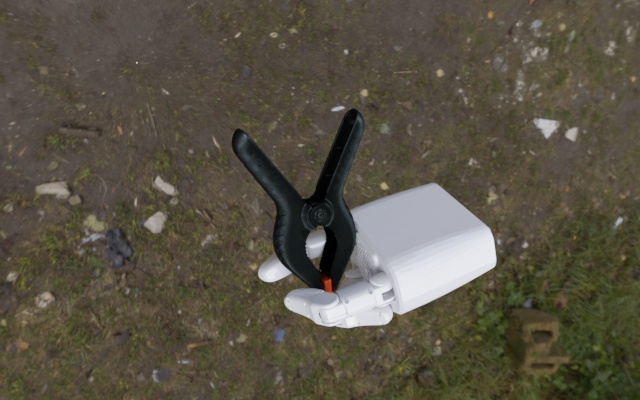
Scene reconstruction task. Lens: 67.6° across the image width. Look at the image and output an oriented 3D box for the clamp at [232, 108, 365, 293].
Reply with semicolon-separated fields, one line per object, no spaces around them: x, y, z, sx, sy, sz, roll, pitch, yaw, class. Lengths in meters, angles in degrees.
0.000;0.002;0.429;0.120;0.171;0.039;-21;22;-14;clamp
